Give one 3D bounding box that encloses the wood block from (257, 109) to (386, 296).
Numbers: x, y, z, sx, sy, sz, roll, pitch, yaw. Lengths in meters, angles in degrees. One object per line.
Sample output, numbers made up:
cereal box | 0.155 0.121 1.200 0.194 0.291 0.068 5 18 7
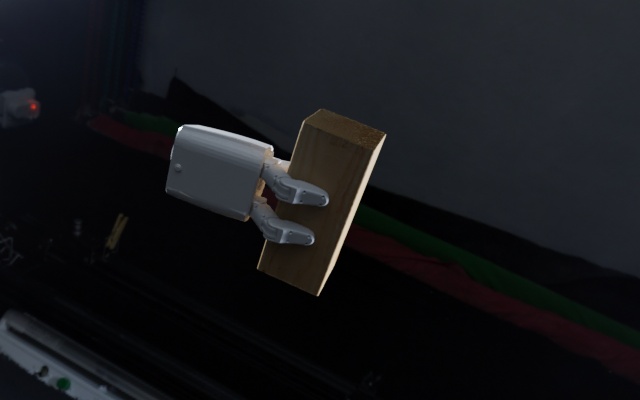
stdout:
wood block | 0.000 0.002 0.606 0.090 0.206 0.090 23 25 6
